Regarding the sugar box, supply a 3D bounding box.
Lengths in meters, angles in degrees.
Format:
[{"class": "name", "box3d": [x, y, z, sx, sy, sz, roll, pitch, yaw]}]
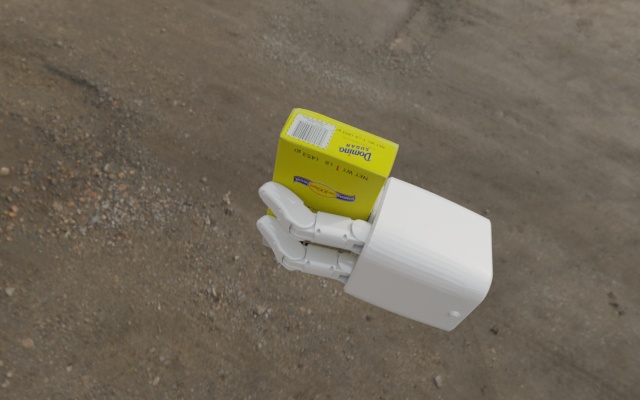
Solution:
[{"class": "sugar box", "box3d": [0.000, 0.002, 0.448, 0.093, 0.048, 0.176, 22, -38, 4]}]
